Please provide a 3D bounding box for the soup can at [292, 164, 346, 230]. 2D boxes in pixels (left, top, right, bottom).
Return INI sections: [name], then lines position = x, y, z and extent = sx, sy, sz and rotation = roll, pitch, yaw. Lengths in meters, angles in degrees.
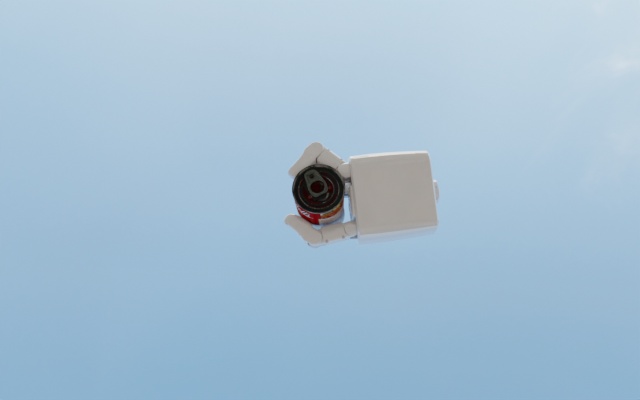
[soup can]
position = 0.000, 0.002, 0.648
extent = 0.068, 0.068, 0.102
rotation = 0, -21, 3
